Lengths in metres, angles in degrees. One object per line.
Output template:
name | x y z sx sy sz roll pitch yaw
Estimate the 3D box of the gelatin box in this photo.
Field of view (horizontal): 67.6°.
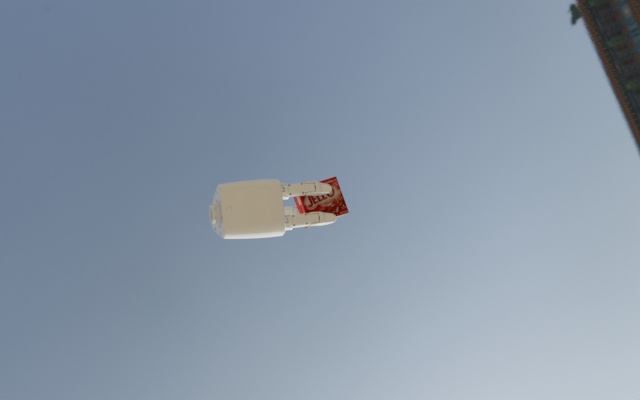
gelatin box | 0.000 0.003 0.882 0.089 0.073 0.030 -18 -4 -29
